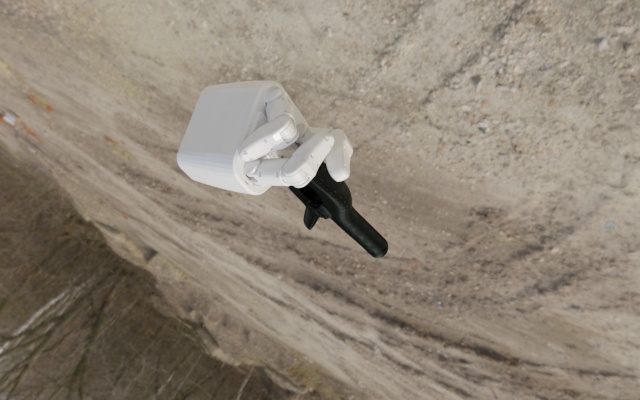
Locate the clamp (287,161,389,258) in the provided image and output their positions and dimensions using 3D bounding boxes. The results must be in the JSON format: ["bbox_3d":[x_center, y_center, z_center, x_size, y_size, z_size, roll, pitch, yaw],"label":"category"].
[{"bbox_3d":[0.000,0.002,0.539,0.120,0.039,0.172,9,-33,38],"label":"clamp"}]
